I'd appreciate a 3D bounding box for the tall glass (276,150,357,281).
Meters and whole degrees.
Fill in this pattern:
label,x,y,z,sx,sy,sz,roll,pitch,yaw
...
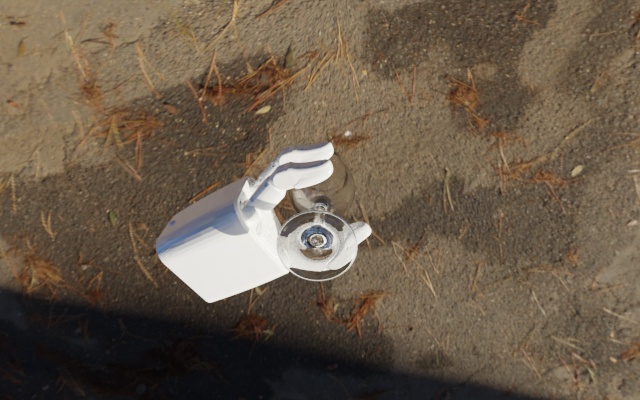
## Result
label,x,y,z,sx,sy,sz,roll,pitch,yaw
tall glass,0.000,0.002,0.524,0.079,0.079,0.201,0,24,3
